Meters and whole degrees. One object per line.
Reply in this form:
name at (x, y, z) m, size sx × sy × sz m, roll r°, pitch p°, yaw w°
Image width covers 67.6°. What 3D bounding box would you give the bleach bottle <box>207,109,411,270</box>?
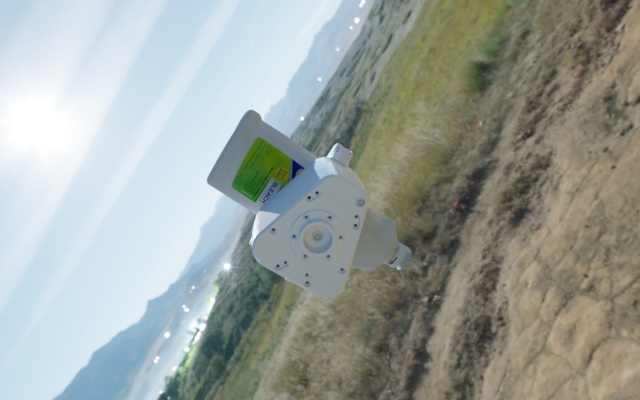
bleach bottle at (0.000, 0.002, 0.561) m, size 0.251 × 0.102 × 0.068 m, roll 31°, pitch 9°, yaw -9°
